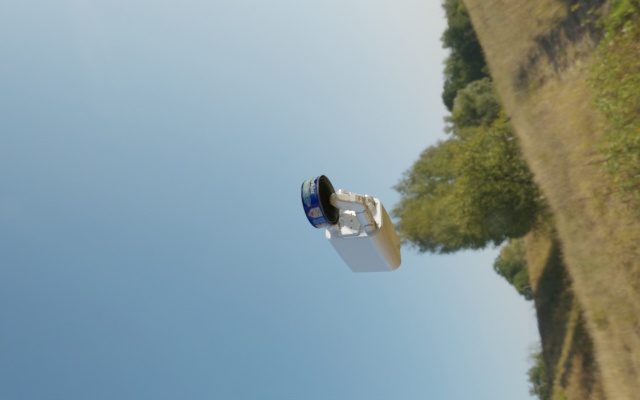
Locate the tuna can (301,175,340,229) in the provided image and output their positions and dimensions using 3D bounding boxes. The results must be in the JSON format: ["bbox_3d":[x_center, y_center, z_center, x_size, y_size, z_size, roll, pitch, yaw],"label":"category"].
[{"bbox_3d":[0.000,0.003,0.793,0.034,0.086,0.086,-15,-5,20],"label":"tuna can"}]
